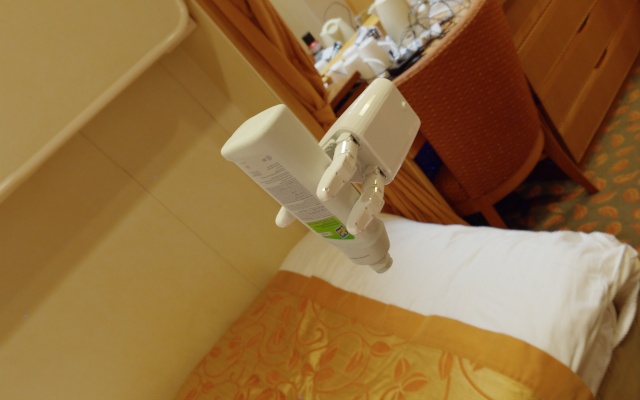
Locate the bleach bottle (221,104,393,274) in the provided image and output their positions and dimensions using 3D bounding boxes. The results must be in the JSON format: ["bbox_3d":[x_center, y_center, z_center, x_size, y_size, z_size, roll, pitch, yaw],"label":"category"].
[{"bbox_3d":[0.000,0.002,0.585,0.251,0.068,0.102,47,-32,-23],"label":"bleach bottle"}]
